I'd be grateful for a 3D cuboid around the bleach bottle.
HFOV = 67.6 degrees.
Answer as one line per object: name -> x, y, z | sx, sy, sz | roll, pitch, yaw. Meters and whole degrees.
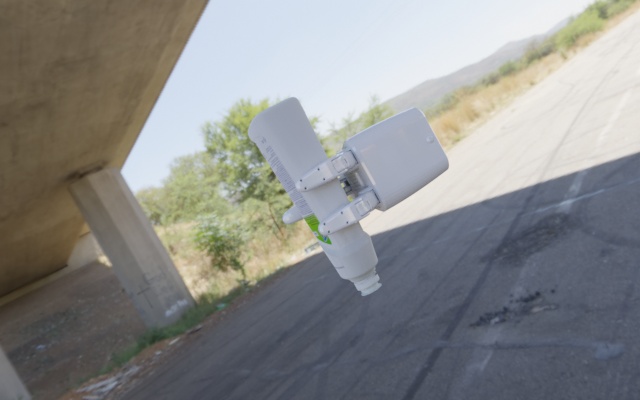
bleach bottle -> 0.000, 0.002, 0.594 | 0.068, 0.251, 0.102 | -30, 2, -13
